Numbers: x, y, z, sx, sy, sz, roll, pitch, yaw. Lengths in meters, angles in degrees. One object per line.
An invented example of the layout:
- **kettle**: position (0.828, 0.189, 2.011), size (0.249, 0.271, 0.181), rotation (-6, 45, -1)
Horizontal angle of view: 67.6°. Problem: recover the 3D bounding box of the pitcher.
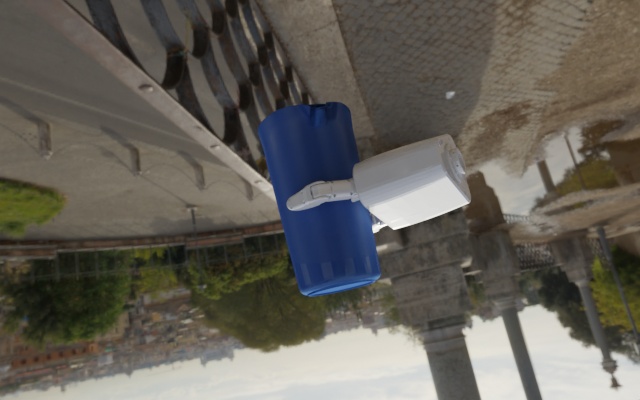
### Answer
- **pitcher**: position (0.000, 0.002, 0.652), size (0.145, 0.242, 0.149), rotation (-20, -17, 27)
